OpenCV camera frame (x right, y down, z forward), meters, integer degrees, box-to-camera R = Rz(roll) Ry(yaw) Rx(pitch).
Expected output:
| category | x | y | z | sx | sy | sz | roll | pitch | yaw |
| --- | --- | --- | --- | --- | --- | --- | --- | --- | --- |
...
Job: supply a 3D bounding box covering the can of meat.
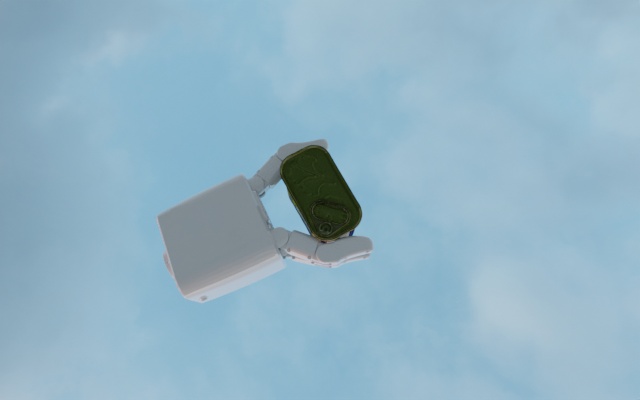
| category | x | y | z | sx | sy | sz | roll | pitch | yaw |
| --- | --- | --- | --- | --- | --- | --- | --- | --- | --- |
| can of meat | 0.000 | 0.002 | 0.530 | 0.057 | 0.102 | 0.084 | -28 | -14 | -7 |
